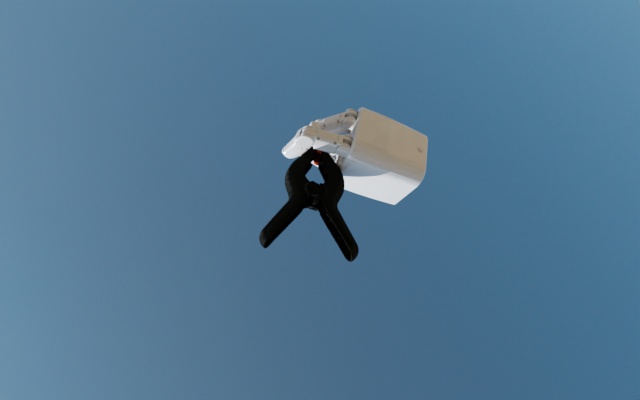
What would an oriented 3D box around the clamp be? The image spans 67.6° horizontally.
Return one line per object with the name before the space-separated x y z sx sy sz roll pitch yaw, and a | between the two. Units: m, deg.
clamp | 0.000 0.002 0.613 0.120 0.171 0.039 20 -34 -8
